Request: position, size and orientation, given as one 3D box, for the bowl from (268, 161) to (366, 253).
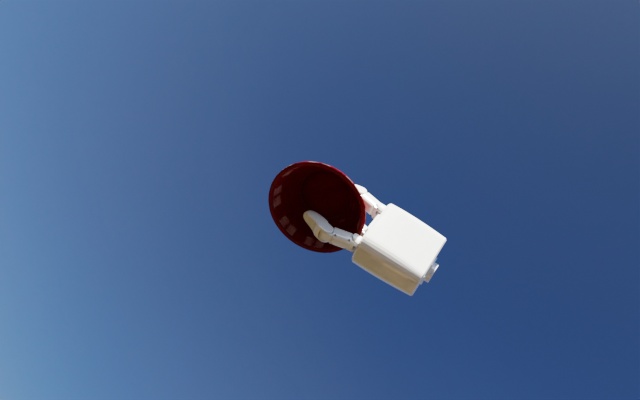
[{"bbox_3d":[-0.001,0.001,0.769,0.162,0.162,0.055,0,27,20],"label":"bowl"}]
